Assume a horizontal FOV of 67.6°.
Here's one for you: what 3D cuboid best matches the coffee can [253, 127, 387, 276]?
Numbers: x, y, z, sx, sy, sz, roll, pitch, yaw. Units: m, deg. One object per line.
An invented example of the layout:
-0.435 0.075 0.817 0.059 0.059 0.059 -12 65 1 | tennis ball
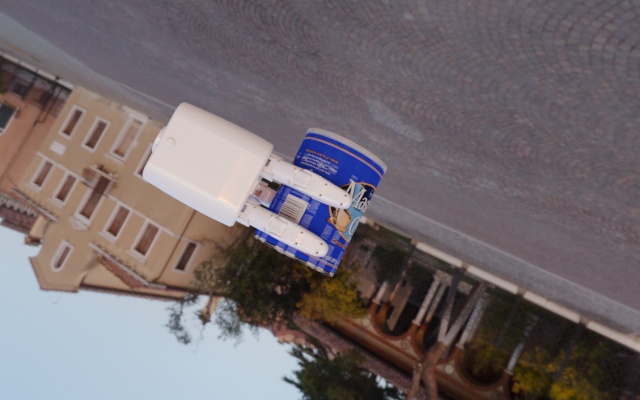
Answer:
0.000 0.002 0.551 0.103 0.140 0.103 27 -5 2 | coffee can
